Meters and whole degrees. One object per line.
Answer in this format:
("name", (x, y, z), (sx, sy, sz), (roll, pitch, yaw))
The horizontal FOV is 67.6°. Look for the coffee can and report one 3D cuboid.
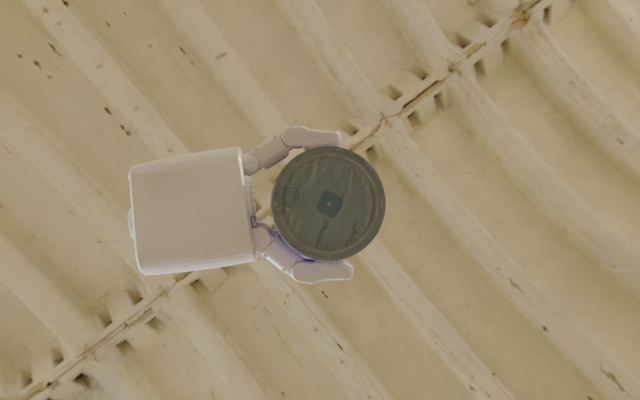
("coffee can", (0.000, 0.002, 0.490), (0.103, 0.103, 0.140), (0, 1, -6))
